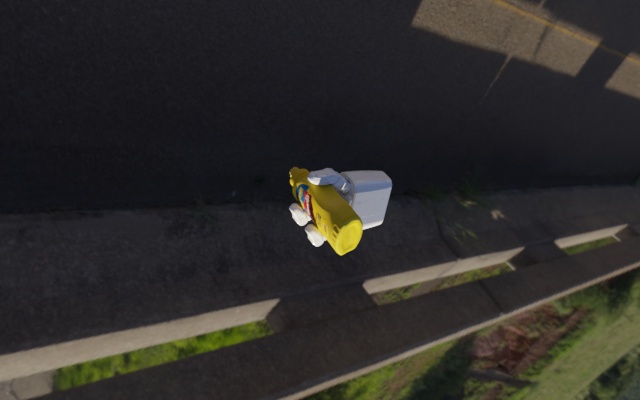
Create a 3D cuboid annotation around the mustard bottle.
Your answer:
[{"bbox_3d":[0.000,0.003,0.867,0.058,0.096,0.191,-26,54,-20],"label":"mustard bottle"}]
